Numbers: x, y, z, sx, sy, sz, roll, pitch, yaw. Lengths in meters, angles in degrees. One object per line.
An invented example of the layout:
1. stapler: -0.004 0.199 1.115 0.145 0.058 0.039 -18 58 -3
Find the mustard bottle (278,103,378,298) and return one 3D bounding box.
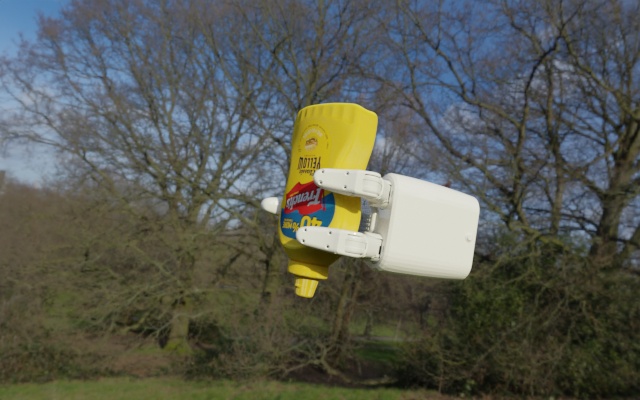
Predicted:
1. mustard bottle: 0.000 0.001 0.485 0.096 0.191 0.058 5 -7 45
